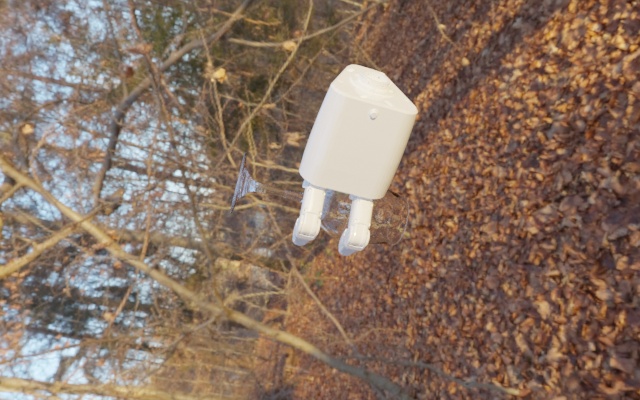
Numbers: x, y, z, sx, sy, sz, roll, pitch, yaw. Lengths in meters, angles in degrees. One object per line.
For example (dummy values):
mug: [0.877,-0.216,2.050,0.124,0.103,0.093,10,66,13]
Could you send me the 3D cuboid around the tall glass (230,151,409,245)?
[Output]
tall glass: [-0.001,0.002,0.566,0.201,0.079,0.079,14,-3,-10]
